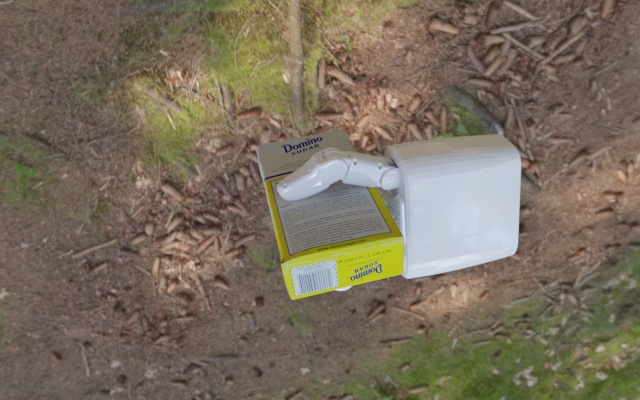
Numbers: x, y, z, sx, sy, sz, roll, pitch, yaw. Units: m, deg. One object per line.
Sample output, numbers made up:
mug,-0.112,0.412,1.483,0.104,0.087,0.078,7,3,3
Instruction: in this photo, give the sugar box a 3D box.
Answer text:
sugar box,0.000,0.002,0.423,0.093,0.048,0.176,-11,35,-7
